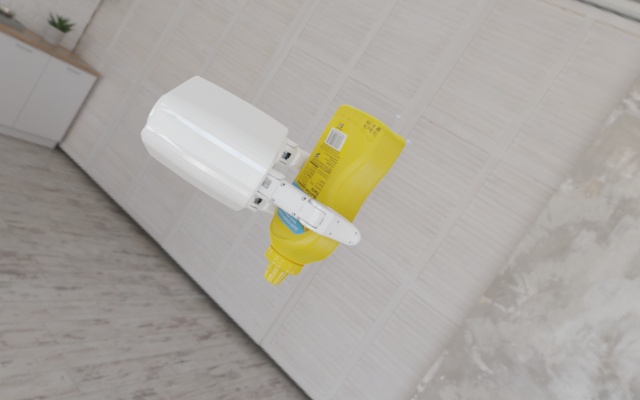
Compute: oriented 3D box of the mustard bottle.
[{"bbox_3d":[0.000,0.002,0.477,0.058,0.191,0.096,29,7,-35],"label":"mustard bottle"}]
